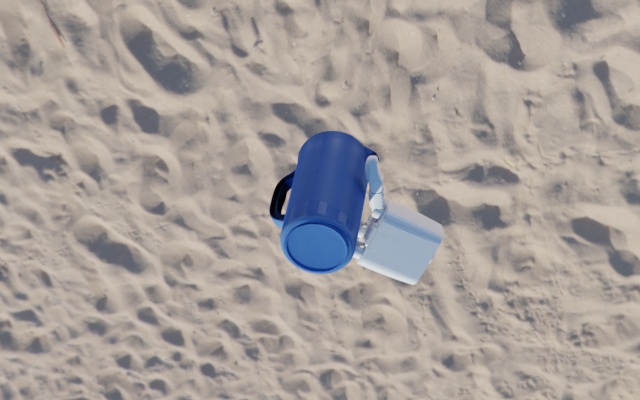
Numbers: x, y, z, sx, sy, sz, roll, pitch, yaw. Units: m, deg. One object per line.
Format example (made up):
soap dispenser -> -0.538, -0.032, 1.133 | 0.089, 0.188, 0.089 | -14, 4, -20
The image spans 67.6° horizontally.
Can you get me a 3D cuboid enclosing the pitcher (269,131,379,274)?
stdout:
pitcher -> 0.000, 0.003, 0.765 | 0.145, 0.149, 0.242 | 24, 34, -8
